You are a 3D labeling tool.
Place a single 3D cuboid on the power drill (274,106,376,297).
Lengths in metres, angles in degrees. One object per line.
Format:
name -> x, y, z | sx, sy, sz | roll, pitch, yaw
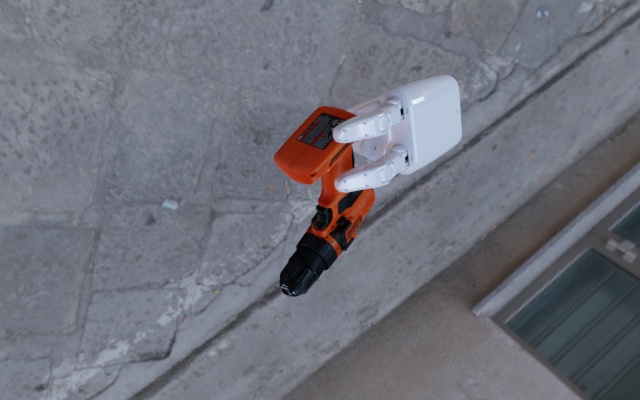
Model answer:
power drill -> 0.000, 0.001, 0.552 | 0.057, 0.184, 0.188 | 22, -33, 24
